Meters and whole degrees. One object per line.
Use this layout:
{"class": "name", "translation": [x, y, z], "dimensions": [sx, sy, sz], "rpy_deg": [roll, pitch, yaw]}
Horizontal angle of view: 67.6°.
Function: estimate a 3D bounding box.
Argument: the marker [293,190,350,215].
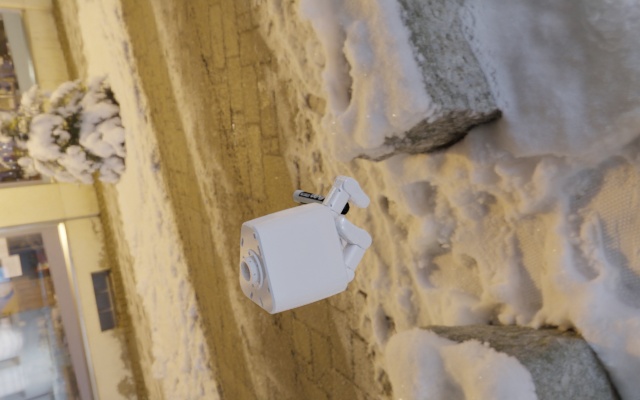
{"class": "marker", "translation": [0.000, 0.002, 0.675], "dimensions": [0.020, 0.020, 0.121], "rpy_deg": [0, 9, -35]}
